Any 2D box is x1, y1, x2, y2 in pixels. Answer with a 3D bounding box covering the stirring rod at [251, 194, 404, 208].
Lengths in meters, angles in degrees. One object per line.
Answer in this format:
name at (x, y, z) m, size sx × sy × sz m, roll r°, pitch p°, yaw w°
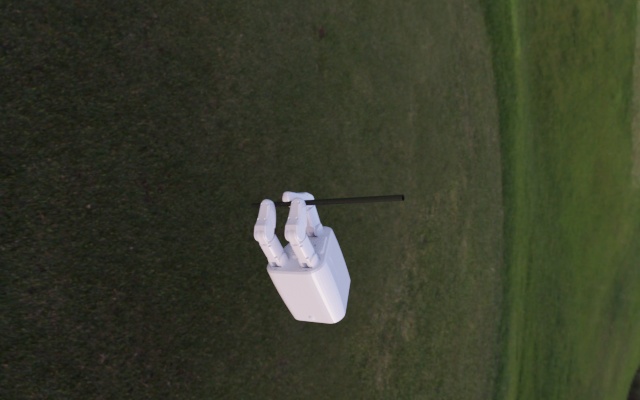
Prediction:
stirring rod at (0.000, 0.002, 0.650) m, size 0.239 × 0.011 × 0.011 m, roll -3°, pitch -2°, yaw 32°
